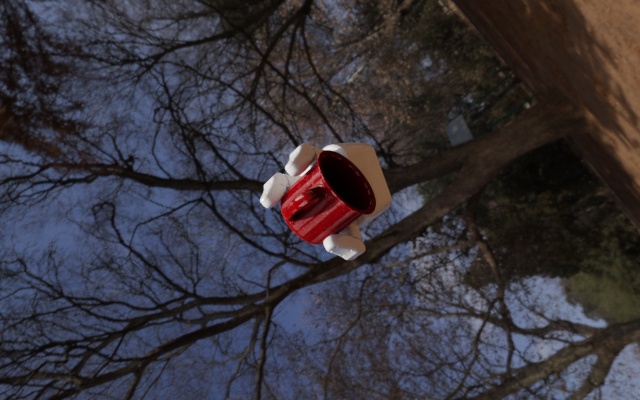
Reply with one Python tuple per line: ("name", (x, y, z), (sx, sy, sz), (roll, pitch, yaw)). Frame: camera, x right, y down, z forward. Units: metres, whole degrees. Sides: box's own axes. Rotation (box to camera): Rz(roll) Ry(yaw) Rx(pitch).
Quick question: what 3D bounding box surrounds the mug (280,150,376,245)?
("mug", (-0.001, 0.002, 0.566), (0.081, 0.093, 0.117), (-41, -12, 30))
